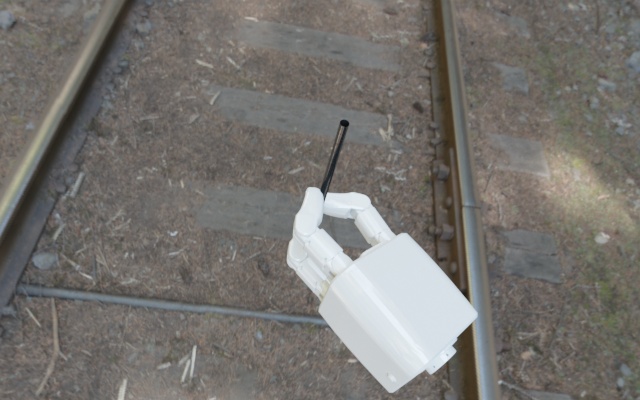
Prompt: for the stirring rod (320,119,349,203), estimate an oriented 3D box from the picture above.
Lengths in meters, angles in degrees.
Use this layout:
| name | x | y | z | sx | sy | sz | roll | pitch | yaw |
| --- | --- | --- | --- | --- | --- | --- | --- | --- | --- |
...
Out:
| name | x | y | z | sx | sy | sz | roll | pitch | yaw |
| --- | --- | --- | --- | --- | --- | --- | --- | --- | --- |
| stirring rod | 0.000 | 0.002 | 0.490 | 0.011 | 0.011 | 0.240 | 0 | -33 | -11 |
